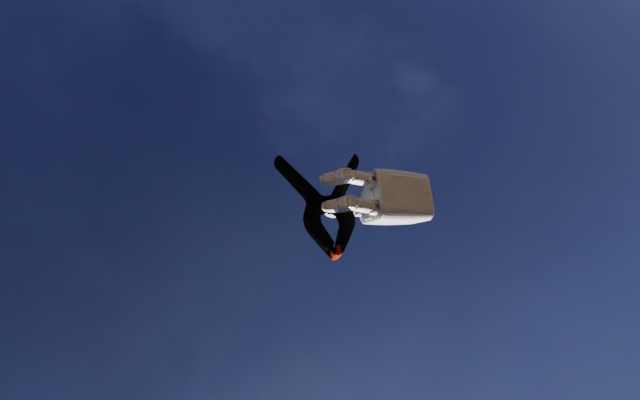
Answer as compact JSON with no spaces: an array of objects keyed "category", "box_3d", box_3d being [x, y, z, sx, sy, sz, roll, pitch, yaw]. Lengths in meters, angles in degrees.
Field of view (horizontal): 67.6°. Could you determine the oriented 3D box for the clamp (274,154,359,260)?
[{"category":"clamp","box_3d":[0.000,0.004,0.856,0.164,0.210,0.036,3,-27,-15]}]
